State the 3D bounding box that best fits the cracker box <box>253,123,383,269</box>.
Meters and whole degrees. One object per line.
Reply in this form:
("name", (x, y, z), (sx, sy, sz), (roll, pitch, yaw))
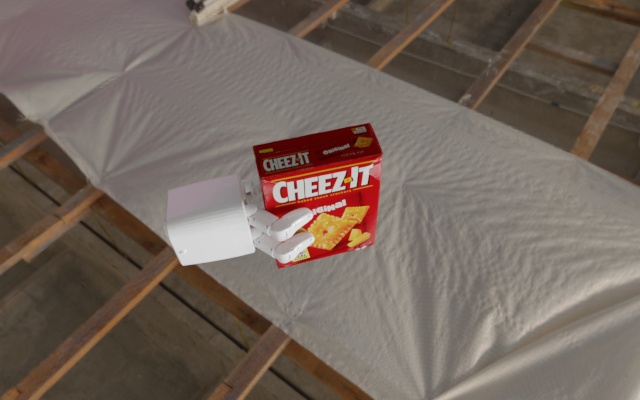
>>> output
("cracker box", (0.000, 0.002, 0.697), (0.164, 0.072, 0.214), (-13, -38, -8))
